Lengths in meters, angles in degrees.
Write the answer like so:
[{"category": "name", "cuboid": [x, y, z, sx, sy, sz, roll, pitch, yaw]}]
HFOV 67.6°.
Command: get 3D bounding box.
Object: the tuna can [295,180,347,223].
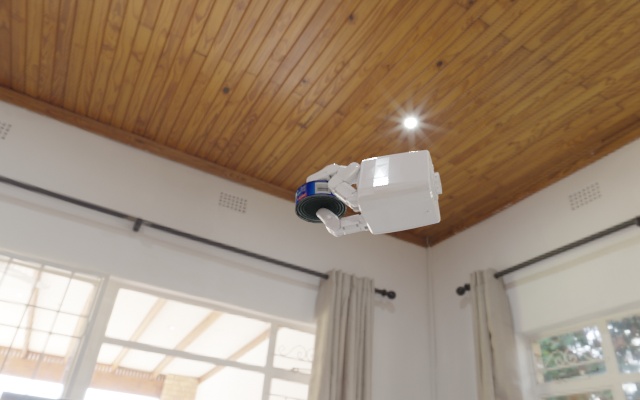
[{"category": "tuna can", "cuboid": [0.000, 0.002, 0.800, 0.086, 0.033, 0.086, -1, -34, -1]}]
